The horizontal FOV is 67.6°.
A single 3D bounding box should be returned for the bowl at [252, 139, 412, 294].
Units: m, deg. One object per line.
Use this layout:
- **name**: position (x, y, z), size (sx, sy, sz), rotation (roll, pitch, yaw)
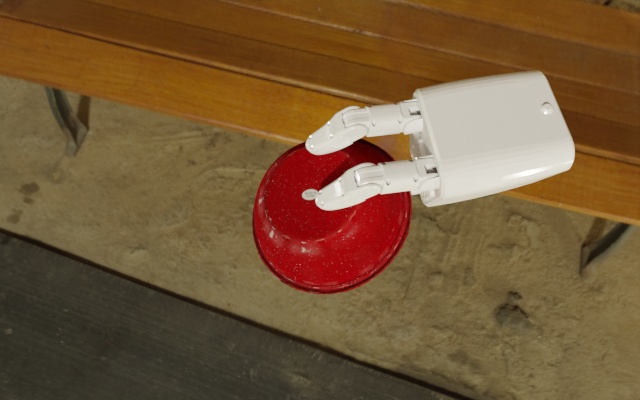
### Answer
- **bowl**: position (-0.001, 0.002, 0.440), size (0.162, 0.162, 0.055), rotation (0, -20, 19)
